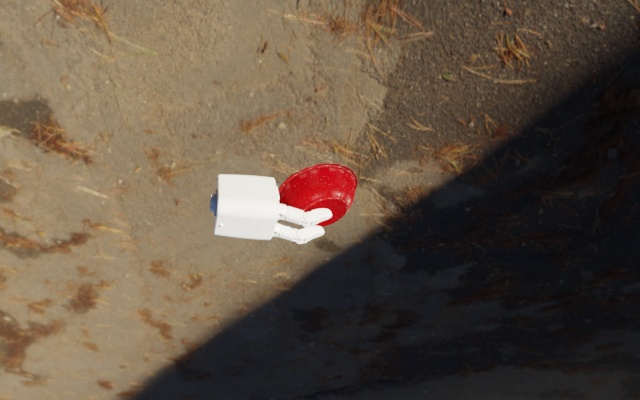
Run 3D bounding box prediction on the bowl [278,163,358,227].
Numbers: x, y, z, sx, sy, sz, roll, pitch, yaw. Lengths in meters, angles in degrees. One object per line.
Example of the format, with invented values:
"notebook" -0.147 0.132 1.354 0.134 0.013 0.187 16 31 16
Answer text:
"bowl" 0.002 0.003 0.899 0.162 0.055 0.162 -12 -34 -9
